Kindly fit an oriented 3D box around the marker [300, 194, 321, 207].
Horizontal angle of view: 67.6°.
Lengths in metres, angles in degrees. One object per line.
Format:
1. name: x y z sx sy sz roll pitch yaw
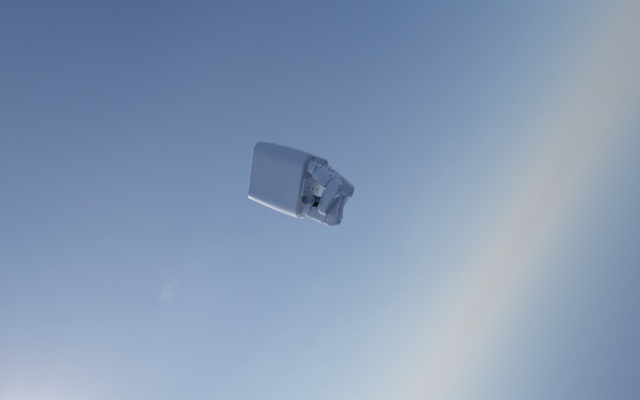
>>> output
1. marker: 0.000 0.003 0.794 0.020 0.020 0.121 0 -4 23
